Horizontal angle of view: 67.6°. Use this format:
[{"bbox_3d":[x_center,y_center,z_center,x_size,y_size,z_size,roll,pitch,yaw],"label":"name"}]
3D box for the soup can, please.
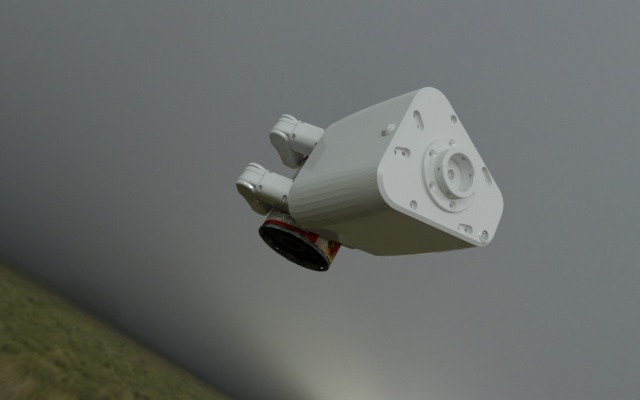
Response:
[{"bbox_3d":[0.000,0.001,0.421,0.068,0.102,0.068,24,-25,12],"label":"soup can"}]
